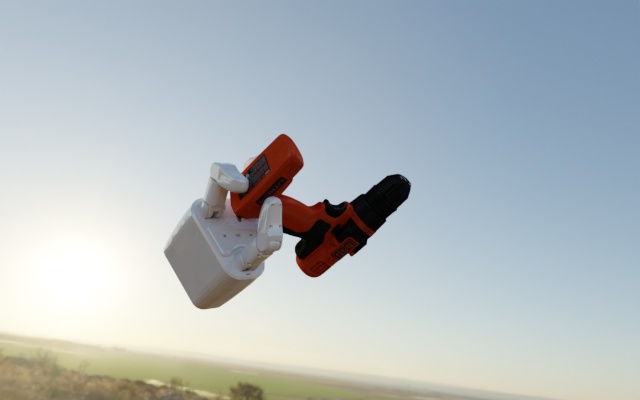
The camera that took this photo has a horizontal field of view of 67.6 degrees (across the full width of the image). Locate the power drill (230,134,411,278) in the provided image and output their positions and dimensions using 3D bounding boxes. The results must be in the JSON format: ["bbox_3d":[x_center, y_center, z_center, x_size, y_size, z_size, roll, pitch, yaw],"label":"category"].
[{"bbox_3d":[0.000,0.002,0.580,0.188,0.184,0.057,37,16,-37],"label":"power drill"}]
